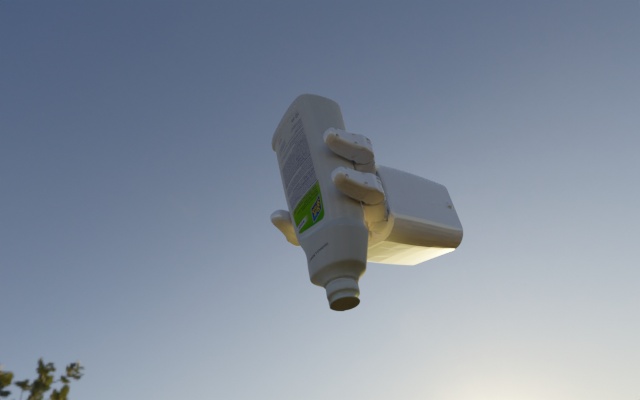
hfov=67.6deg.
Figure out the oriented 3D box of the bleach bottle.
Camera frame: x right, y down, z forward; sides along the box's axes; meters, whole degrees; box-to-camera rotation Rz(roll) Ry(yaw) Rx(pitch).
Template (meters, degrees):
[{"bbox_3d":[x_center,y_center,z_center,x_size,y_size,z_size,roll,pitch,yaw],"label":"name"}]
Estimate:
[{"bbox_3d":[0.000,0.002,0.512,0.068,0.250,0.103,11,-43,-25],"label":"bleach bottle"}]
